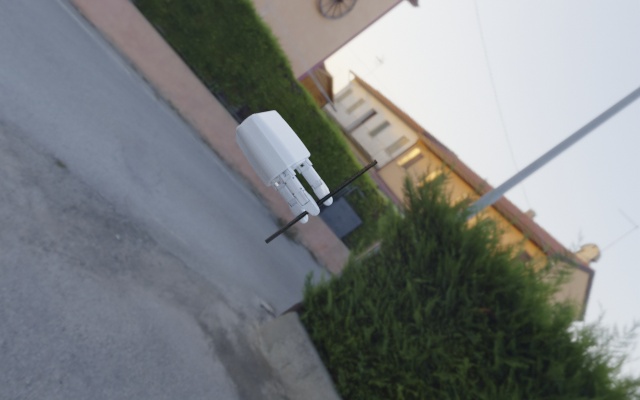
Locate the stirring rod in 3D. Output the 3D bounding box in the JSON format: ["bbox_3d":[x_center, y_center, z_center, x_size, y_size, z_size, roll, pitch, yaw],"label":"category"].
[{"bbox_3d":[0.000,0.003,0.834,0.239,0.011,0.011,-36,-4,6],"label":"stirring rod"}]
